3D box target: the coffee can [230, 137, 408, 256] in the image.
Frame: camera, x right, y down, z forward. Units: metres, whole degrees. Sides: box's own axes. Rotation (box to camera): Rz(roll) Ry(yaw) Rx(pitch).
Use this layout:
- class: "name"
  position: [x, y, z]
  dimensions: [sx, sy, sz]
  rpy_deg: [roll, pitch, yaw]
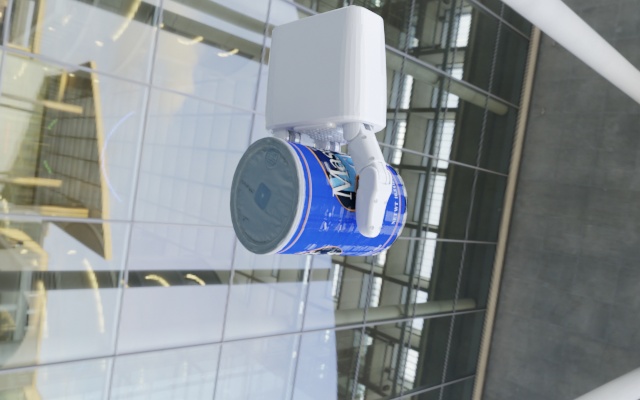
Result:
- class: "coffee can"
  position: [0.000, 0.002, 0.458]
  dimensions: [0.140, 0.103, 0.103]
  rpy_deg: [7, -4, -42]
